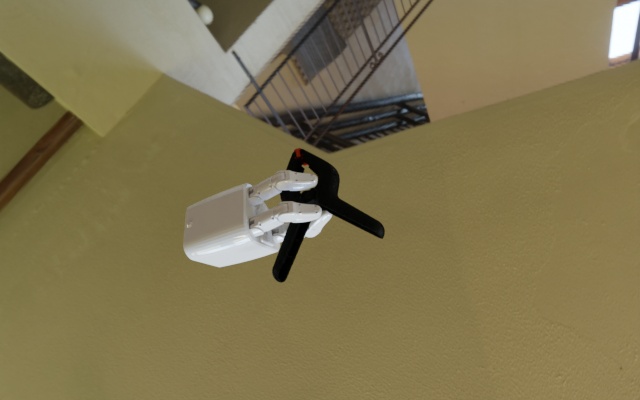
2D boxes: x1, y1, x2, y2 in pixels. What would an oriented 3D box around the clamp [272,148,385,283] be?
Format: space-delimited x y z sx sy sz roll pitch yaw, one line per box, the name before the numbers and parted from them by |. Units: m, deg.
clamp | 0.000 0.002 0.689 0.164 0.209 0.036 -19 -37 15
